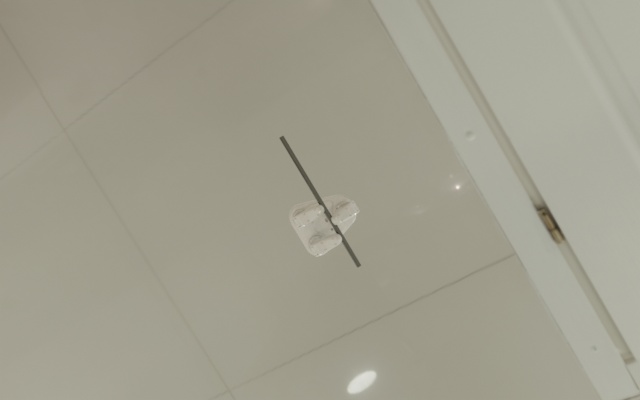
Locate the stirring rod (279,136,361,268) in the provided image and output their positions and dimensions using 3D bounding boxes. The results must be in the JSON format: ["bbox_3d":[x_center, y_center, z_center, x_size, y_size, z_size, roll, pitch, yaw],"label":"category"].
[{"bbox_3d":[0.000,0.002,0.759,0.011,0.239,0.011,-31,3,2],"label":"stirring rod"}]
